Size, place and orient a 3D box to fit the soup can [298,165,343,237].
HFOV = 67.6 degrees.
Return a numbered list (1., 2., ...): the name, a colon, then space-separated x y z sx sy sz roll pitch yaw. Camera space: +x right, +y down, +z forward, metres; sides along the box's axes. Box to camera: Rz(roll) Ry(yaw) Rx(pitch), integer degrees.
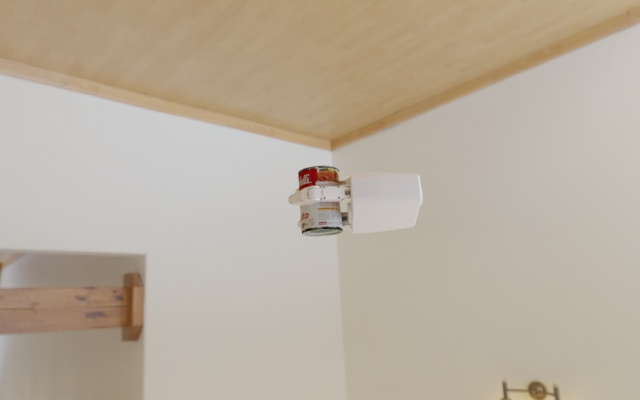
1. soup can: 0.000 0.003 0.767 0.068 0.102 0.068 -3 -13 -1
